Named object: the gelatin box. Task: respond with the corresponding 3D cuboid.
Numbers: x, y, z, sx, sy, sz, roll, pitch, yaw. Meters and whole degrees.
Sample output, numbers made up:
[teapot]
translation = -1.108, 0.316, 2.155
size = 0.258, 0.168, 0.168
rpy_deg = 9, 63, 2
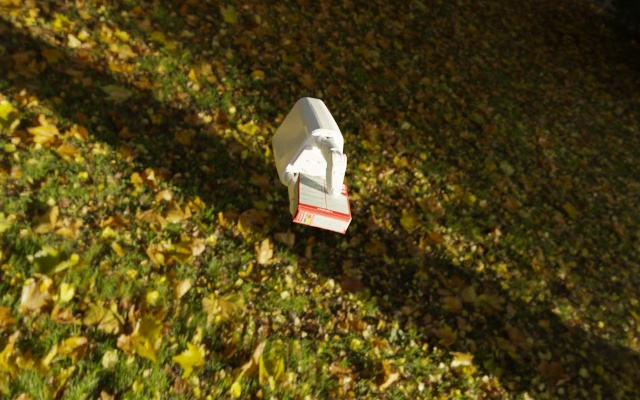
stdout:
[gelatin box]
translation = 0.000, 0.002, 0.660
size = 0.073, 0.030, 0.089
rpy_deg = 14, 32, -12
